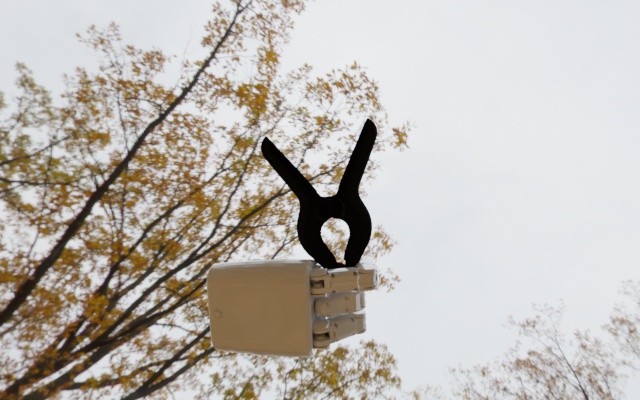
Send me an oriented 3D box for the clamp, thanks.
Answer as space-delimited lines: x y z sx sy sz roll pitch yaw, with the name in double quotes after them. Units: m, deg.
0.000 0.002 0.501 0.120 0.171 0.039 -1 4 7 "clamp"
